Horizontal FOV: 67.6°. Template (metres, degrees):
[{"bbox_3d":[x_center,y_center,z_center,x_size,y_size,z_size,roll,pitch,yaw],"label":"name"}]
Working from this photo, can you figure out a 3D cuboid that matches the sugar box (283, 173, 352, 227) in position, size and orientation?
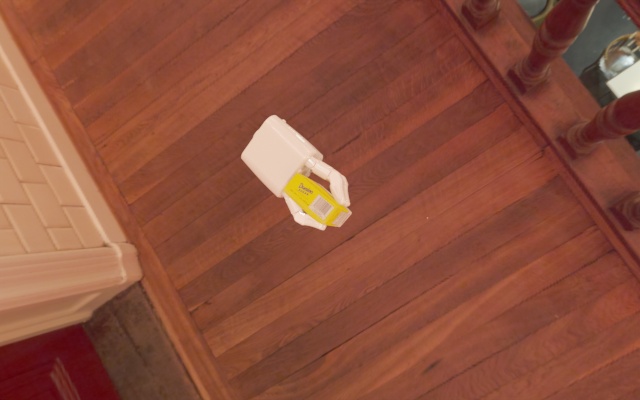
[{"bbox_3d":[0.000,0.002,0.861,0.093,0.048,0.176,41,7,11],"label":"sugar box"}]
